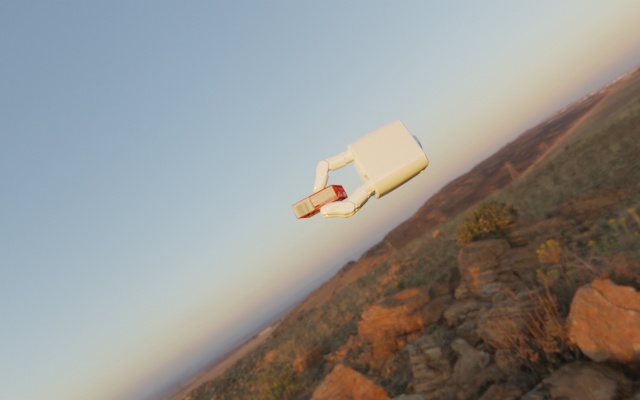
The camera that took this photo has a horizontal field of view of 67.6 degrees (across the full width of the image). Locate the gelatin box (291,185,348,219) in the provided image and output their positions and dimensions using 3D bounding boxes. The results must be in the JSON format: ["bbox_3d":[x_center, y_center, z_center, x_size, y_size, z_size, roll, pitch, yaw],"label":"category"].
[{"bbox_3d":[0.000,0.003,0.873,0.089,0.030,0.073,-28,-7,14],"label":"gelatin box"}]
